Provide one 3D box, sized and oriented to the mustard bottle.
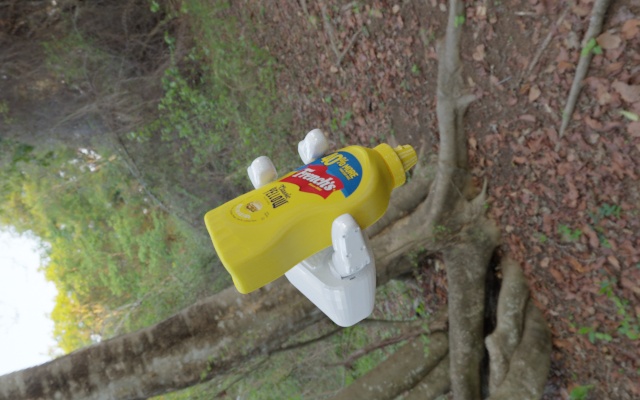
[{"bbox_3d":[0.000,0.001,0.415,0.191,0.058,0.096,-27,31,-10],"label":"mustard bottle"}]
